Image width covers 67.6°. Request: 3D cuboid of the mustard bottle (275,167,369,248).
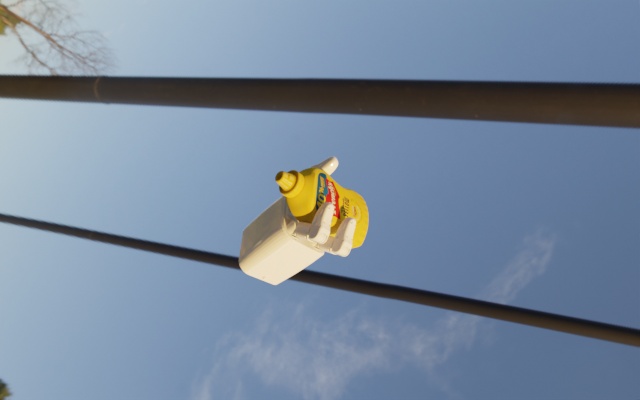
[{"bbox_3d":[0.001,0.002,0.750,0.058,0.096,0.192,-15,-33,37],"label":"mustard bottle"}]
